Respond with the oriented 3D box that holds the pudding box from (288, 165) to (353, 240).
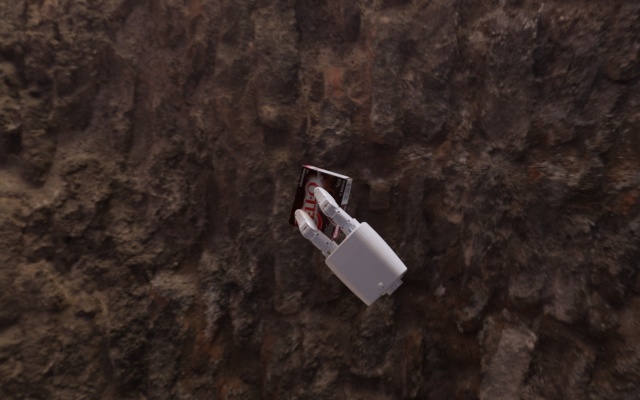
[{"bbox_3d":[0.000,0.003,0.847,0.090,0.113,0.039,18,8,21],"label":"pudding box"}]
